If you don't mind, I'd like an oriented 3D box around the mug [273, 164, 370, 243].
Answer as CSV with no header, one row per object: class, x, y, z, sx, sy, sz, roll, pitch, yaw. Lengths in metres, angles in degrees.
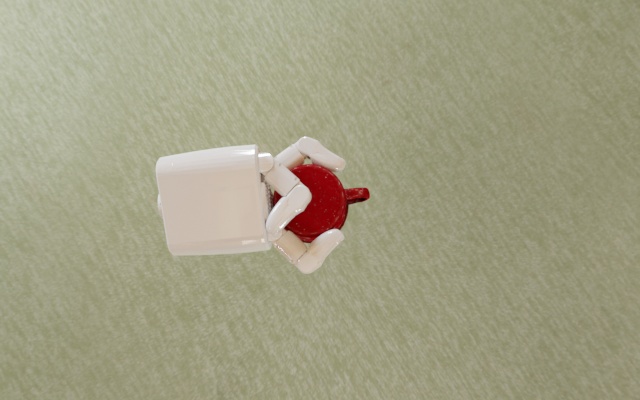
mug,0.002,0.002,0.560,0.117,0.093,0.081,-7,-6,0
